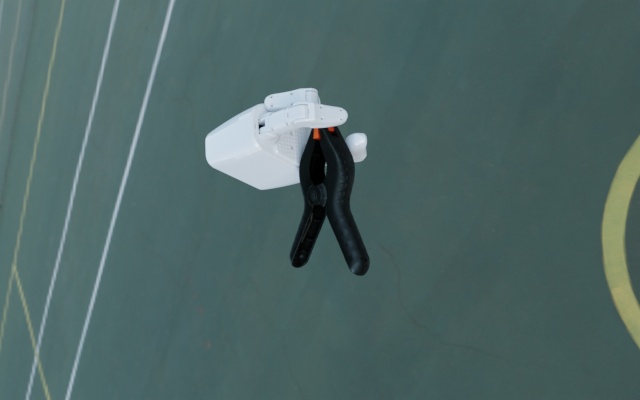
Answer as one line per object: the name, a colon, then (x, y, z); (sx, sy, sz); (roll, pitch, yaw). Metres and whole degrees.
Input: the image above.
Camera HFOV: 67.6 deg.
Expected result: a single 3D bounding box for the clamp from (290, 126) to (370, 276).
clamp: (0.000, 0.002, 0.536); (0.120, 0.171, 0.039); (-14, -13, 43)
